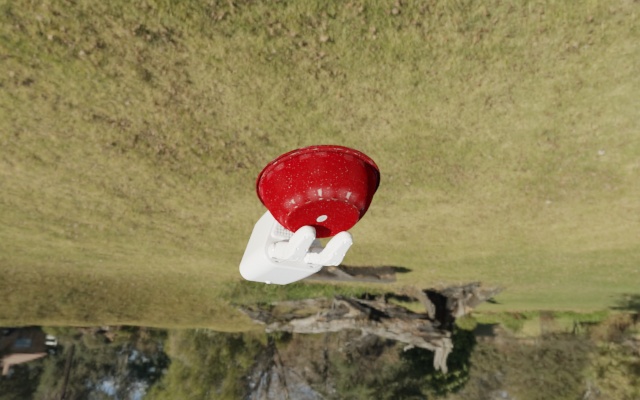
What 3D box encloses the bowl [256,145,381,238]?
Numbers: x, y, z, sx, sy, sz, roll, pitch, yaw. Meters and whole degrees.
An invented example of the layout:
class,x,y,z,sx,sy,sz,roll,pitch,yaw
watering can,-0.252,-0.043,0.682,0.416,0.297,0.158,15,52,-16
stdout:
class,x,y,z,sx,sy,sz,roll,pitch,yaw
bowl,0.000,0.002,0.600,0.162,0.055,0.162,-5,-34,-3
